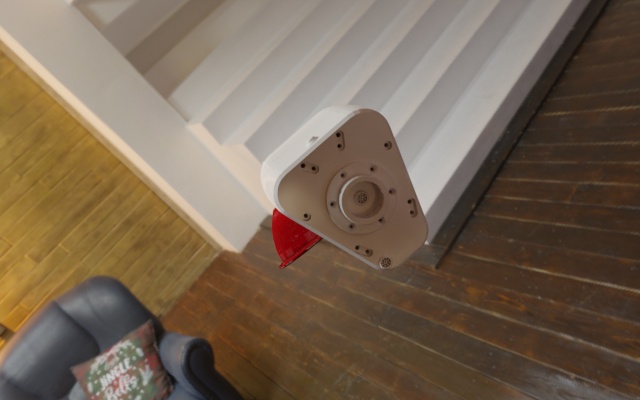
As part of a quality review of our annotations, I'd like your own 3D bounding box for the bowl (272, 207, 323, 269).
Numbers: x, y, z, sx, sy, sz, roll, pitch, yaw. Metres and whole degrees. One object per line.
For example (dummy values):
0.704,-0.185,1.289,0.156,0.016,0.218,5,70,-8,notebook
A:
0.000,0.002,0.524,0.162,0.055,0.162,-41,0,0,bowl
